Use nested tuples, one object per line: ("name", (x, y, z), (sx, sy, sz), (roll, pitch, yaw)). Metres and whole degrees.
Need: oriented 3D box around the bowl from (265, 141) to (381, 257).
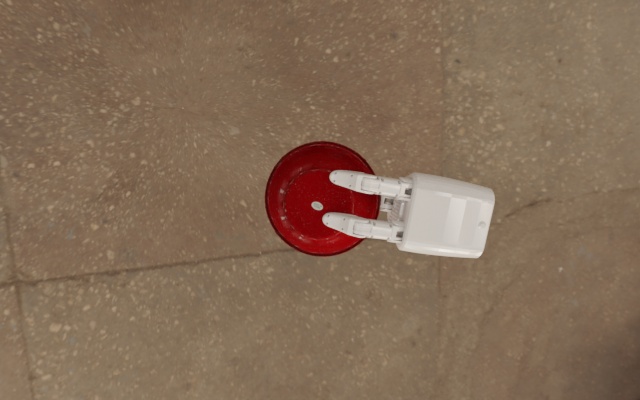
("bowl", (-0.001, 0.002, 0.636), (0.162, 0.162, 0.055), (0, 7, 5))
